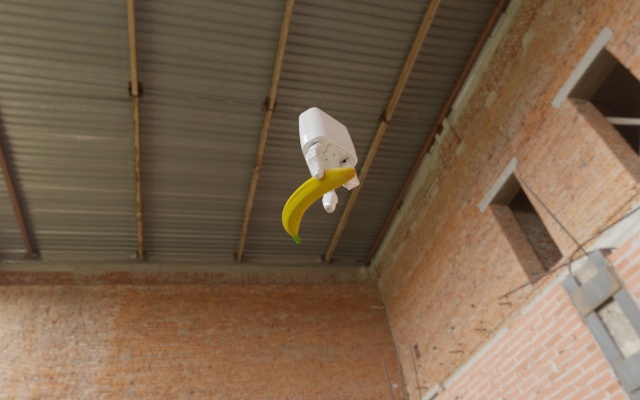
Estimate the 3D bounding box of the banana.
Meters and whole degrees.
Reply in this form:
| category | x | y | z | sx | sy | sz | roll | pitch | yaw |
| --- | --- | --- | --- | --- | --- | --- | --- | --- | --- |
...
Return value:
| category | x | y | z | sx | sy | sz | roll | pitch | yaw |
| --- | --- | --- | --- | --- | --- | --- | --- | --- | --- |
| banana | -0.017 | -0.001 | 0.876 | 0.069 | 0.037 | 0.198 | 23 | -55 | -25 |
